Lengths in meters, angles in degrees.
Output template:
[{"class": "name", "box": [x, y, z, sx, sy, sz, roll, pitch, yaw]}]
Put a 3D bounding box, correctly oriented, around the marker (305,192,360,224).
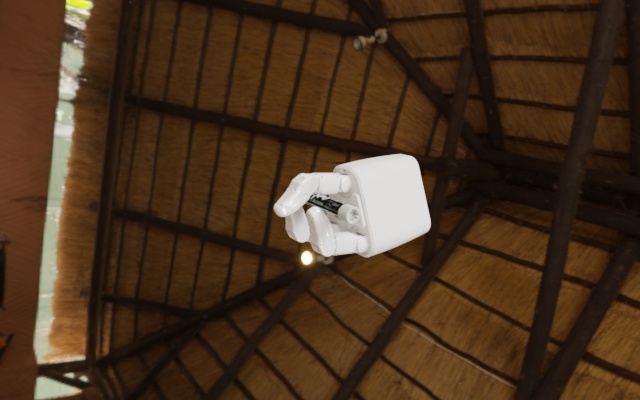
[{"class": "marker", "box": [0.000, 0.002, 0.544, 0.020, 0.020, 0.121, 0, 13, -36]}]
